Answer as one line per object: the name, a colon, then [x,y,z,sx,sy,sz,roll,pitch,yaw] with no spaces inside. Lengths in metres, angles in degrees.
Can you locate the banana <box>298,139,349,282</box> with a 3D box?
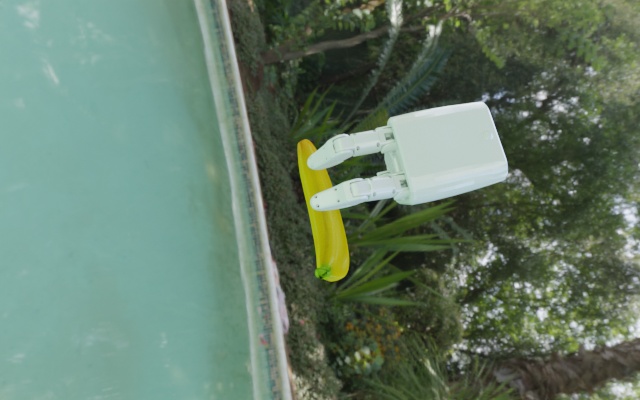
banana: [0.004,0.016,0.538,0.037,0.197,0.070,-13,-41,2]
